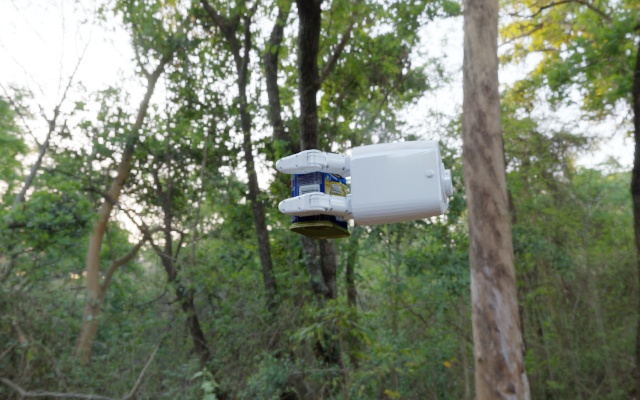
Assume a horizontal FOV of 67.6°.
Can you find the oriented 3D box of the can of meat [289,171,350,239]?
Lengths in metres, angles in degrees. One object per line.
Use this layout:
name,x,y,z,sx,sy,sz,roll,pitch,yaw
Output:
can of meat,0.000,0.002,0.632,0.057,0.084,0.102,-6,-14,22
